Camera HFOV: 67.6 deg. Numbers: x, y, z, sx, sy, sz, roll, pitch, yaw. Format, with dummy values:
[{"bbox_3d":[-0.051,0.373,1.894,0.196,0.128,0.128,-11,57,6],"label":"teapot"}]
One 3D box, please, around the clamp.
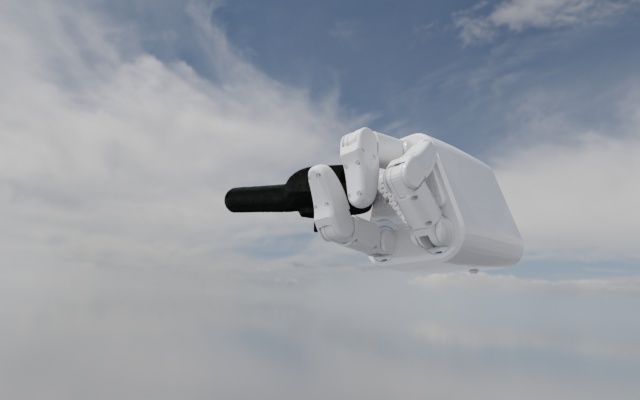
[{"bbox_3d":[0.000,0.001,0.453,0.120,0.039,0.171,12,-14,-40],"label":"clamp"}]
